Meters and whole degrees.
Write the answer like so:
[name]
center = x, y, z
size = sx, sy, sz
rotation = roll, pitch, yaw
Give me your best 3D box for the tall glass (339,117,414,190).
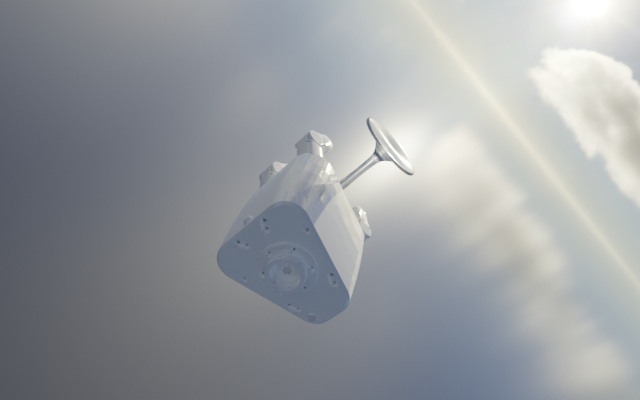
[tall glass]
center = 0.001, 0.001, 0.523
size = 0.201, 0.079, 0.079
rotation = -39, -17, 23
